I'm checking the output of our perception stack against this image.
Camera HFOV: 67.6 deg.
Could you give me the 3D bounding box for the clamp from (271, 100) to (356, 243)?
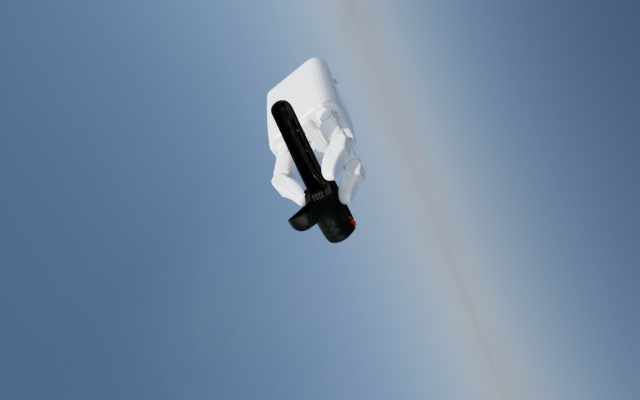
[{"bbox_3d":[0.000,0.002,0.574,0.036,0.164,0.210,-19,-38,14],"label":"clamp"}]
